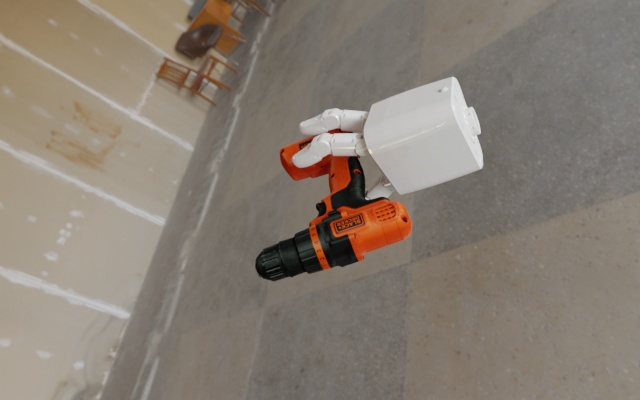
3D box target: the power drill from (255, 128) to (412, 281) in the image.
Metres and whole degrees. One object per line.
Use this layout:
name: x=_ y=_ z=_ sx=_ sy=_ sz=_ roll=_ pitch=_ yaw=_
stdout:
power drill: x=0.000 y=0.001 z=0.590 sx=0.184 sy=0.187 sz=0.057 roll=-18 pitch=-41 yaw=3
